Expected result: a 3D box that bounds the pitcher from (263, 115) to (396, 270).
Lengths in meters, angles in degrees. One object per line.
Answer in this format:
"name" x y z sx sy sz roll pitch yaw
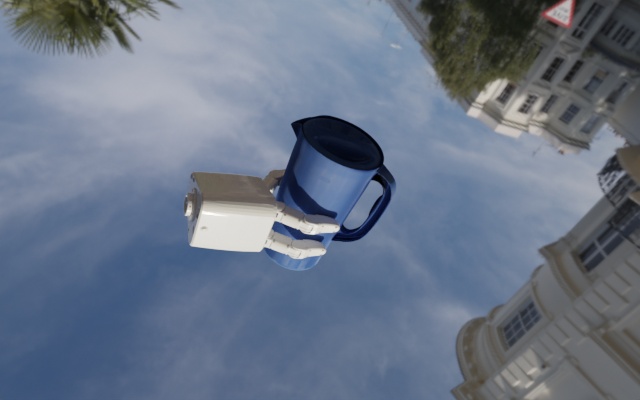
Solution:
"pitcher" 0.000 0.002 0.759 0.145 0.243 0.149 4 41 -28
